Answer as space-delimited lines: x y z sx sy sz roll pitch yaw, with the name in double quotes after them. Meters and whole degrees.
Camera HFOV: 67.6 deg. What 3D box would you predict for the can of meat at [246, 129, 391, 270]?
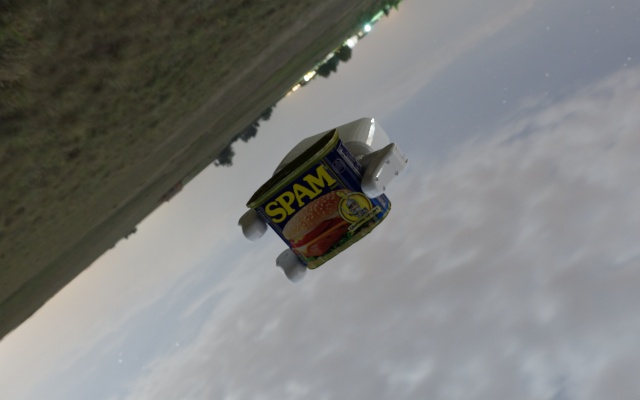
0.000 0.002 0.427 0.102 0.084 0.057 -36 14 21 "can of meat"
